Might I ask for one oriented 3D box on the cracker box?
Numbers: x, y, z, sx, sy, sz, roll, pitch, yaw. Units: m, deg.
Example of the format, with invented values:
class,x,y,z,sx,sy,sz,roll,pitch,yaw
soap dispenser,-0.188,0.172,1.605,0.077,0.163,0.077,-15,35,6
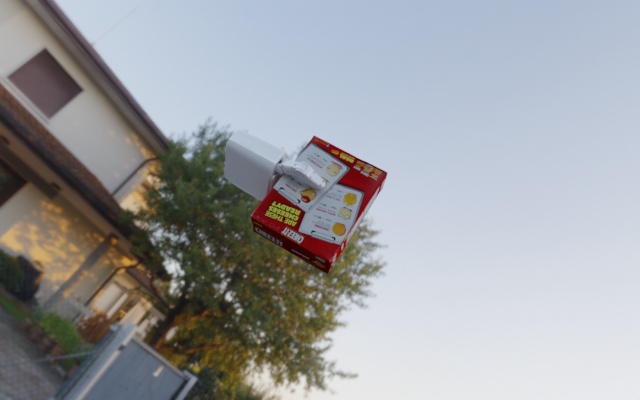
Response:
class,x,y,z,sx,sy,sz,roll,pitch,yaw
cracker box,0.000,0.003,0.882,0.164,0.213,0.072,28,-27,13
